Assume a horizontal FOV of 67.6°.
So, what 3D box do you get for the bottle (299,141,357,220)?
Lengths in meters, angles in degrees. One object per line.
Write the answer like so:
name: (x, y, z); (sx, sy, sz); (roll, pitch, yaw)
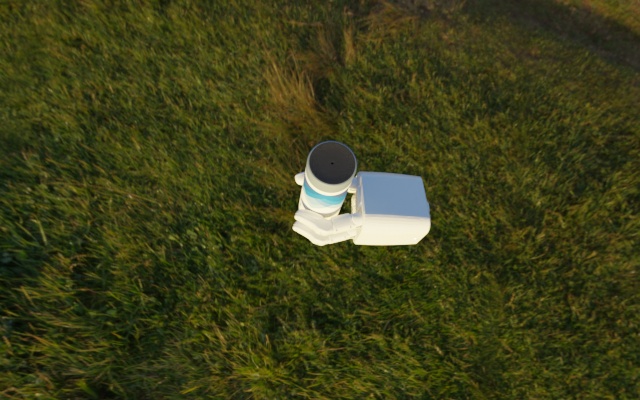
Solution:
bottle: (0.000, 0.002, 0.766); (0.069, 0.069, 0.296); (0, -21, -6)
